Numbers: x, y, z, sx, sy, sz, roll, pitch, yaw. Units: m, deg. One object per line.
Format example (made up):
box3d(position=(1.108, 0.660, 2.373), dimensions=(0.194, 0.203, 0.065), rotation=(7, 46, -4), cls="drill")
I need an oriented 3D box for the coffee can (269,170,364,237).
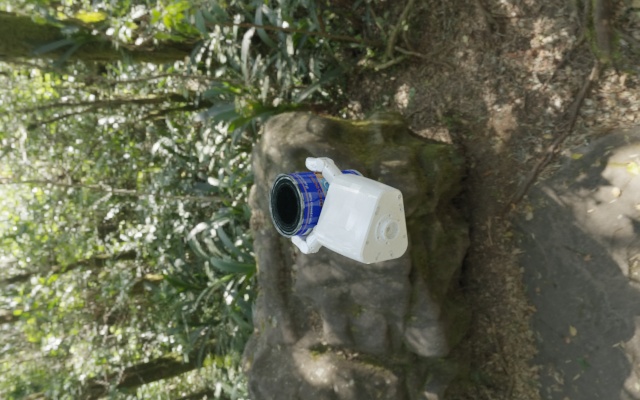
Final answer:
box3d(position=(0.000, 0.002, 0.798), dimensions=(0.140, 0.103, 0.103), rotation=(-6, 3, -35), cls="coffee can")
